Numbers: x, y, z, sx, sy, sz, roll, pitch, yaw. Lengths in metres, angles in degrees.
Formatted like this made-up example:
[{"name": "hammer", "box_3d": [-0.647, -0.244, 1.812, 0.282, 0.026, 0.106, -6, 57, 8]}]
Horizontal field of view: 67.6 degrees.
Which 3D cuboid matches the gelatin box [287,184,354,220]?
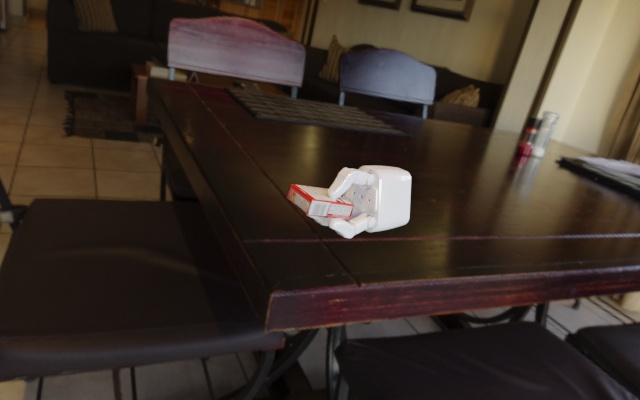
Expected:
[{"name": "gelatin box", "box_3d": [0.000, 0.002, 0.798, 0.089, 0.030, 0.073, 7, 18, -36]}]
